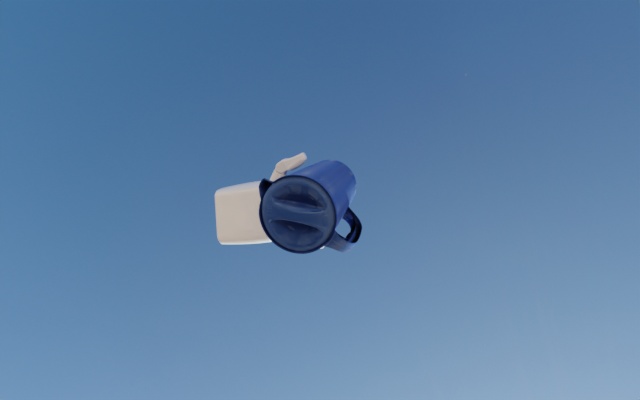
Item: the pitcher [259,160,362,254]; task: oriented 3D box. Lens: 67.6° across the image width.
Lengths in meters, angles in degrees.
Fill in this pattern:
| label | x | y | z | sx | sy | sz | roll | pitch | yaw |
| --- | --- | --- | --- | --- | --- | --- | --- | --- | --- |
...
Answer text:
| label | x | y | z | sx | sy | sz | roll | pitch | yaw |
| --- | --- | --- | --- | --- | --- | --- | --- | --- | --- |
| pitcher | 0.000 | 0.003 | 0.875 | 0.145 | 0.149 | 0.242 | -8 | 12 | 18 |
